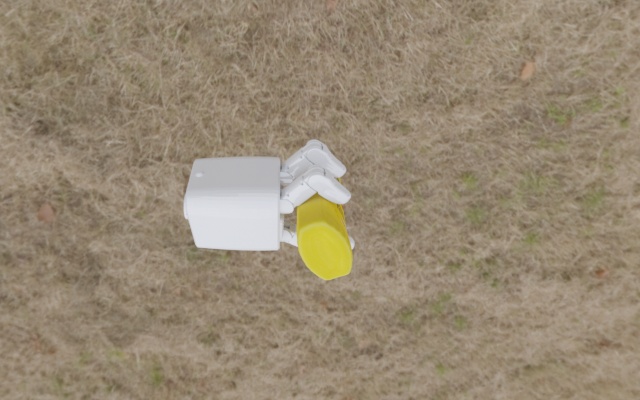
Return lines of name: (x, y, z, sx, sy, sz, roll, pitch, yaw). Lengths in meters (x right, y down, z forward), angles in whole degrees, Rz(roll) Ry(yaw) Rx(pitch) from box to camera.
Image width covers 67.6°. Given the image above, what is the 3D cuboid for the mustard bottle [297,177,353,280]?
mustard bottle: (0.000, 0.002, 0.613, 0.058, 0.096, 0.191, -19, 38, 11)
